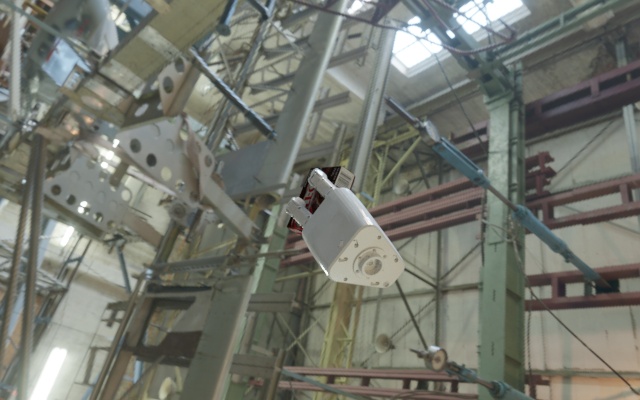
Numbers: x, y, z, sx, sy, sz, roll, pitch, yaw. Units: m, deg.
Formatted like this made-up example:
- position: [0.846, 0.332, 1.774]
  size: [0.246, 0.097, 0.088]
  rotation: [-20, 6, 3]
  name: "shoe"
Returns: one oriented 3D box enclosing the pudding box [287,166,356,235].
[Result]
- position: [0.000, 0.003, 0.763]
  size: [0.039, 0.113, 0.090]
  rotation: [32, -16, -31]
  name: "pudding box"
